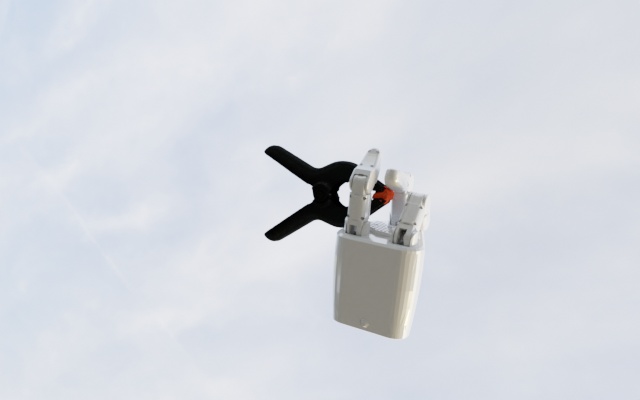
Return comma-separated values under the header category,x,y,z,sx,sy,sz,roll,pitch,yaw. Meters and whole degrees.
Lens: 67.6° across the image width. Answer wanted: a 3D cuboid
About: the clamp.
category,x,y,z,sx,sy,sz,roll,pitch,yaw
clamp,0.001,0.002,0.577,0.171,0.120,0.039,11,13,27
